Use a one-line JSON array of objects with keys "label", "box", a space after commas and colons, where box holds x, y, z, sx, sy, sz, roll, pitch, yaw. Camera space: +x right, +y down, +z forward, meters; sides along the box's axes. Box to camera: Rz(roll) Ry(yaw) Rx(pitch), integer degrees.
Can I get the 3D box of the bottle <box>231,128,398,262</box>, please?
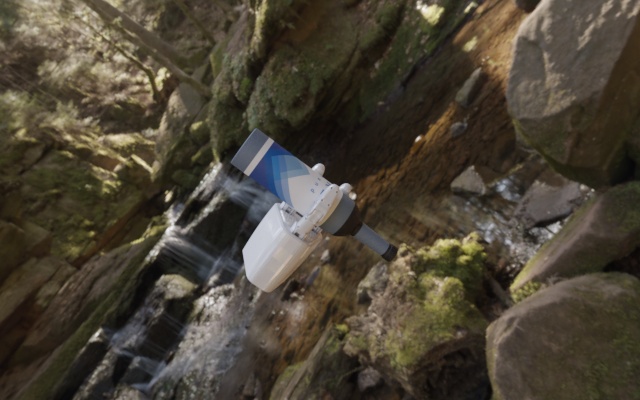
[{"label": "bottle", "box": [0.000, 0.002, 0.749, 0.296, 0.069, 0.069, 36, -7, -9]}]
